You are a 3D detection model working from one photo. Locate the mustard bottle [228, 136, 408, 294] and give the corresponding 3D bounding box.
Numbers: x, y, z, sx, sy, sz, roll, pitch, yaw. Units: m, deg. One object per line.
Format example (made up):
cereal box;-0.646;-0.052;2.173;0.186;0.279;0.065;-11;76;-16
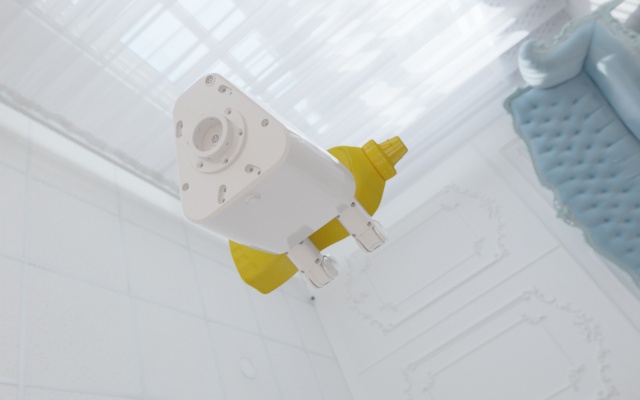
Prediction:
mustard bottle;0.000;0.002;0.459;0.191;0.096;0.058;-36;-51;12
